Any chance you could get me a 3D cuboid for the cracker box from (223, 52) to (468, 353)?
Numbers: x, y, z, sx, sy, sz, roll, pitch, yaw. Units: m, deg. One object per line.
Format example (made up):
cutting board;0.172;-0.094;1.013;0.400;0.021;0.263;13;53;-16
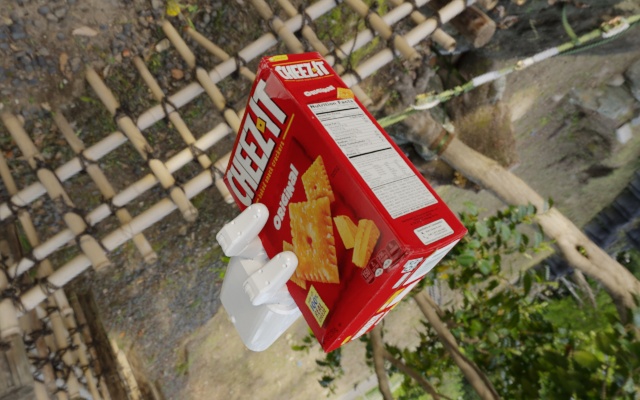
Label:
cracker box;0.000;0.001;0.427;0.072;0.213;0.164;-16;-30;-37
